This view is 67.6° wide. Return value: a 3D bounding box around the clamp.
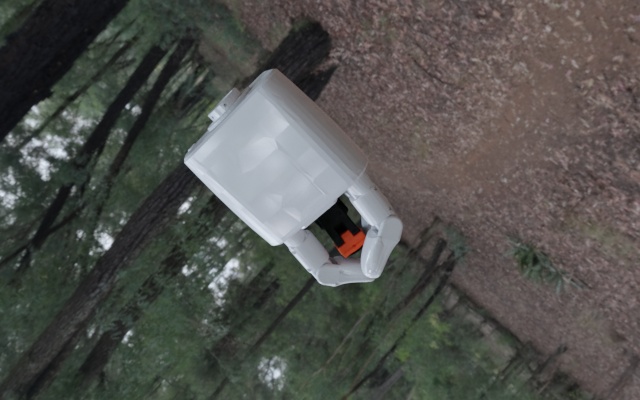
[{"bbox_3d":[0.000,0.002,0.494,0.120,0.039,0.171,45,0,-18],"label":"clamp"}]
